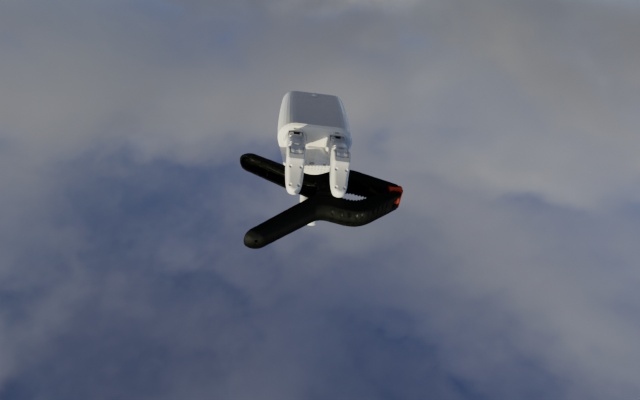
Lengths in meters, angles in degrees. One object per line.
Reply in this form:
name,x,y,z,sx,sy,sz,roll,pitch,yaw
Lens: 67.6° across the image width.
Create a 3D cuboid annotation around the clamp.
clamp,0.001,0.002,0.586,0.210,0.036,0.164,5,40,-6
